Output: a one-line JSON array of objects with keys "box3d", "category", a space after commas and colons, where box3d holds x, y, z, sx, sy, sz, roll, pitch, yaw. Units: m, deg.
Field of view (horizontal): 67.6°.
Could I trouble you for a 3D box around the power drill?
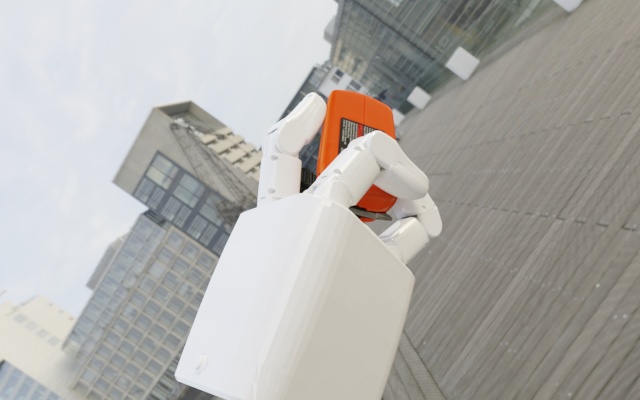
[{"box3d": [0.000, 0.001, 0.406, 0.057, 0.184, 0.188, 13, -40, -13], "category": "power drill"}]
